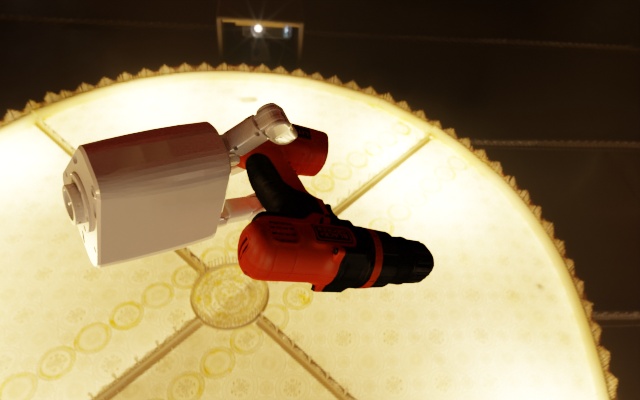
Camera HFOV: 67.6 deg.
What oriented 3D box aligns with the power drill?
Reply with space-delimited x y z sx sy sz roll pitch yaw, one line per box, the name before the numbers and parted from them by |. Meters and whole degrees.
power drill | 0.000 0.001 0.440 0.184 0.057 0.187 10 35 -32
